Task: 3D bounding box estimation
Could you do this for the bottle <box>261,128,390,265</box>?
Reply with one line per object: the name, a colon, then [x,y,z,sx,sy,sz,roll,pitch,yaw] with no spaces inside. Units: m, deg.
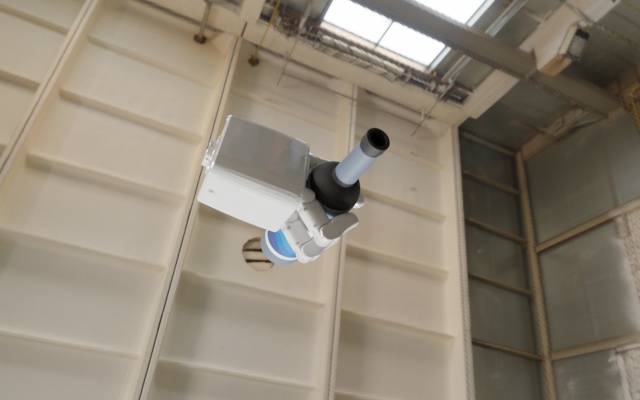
bottle: [0.000,0.002,0.602,0.069,0.069,0.296,0,-26,-26]
